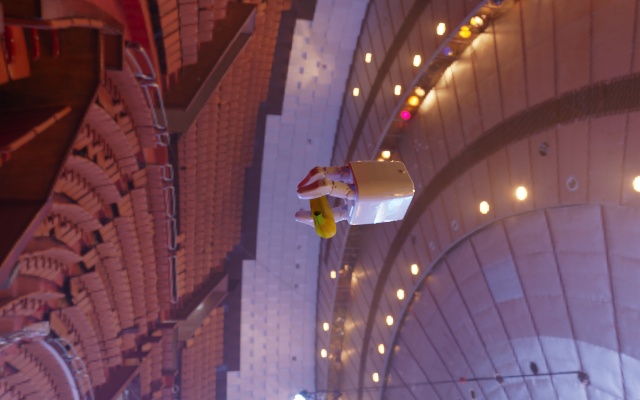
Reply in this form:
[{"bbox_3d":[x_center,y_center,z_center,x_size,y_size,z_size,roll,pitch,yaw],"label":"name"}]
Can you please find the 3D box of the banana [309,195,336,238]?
[{"bbox_3d":[0.003,0.021,0.848,0.037,0.070,0.197,-9,17,-3],"label":"banana"}]
